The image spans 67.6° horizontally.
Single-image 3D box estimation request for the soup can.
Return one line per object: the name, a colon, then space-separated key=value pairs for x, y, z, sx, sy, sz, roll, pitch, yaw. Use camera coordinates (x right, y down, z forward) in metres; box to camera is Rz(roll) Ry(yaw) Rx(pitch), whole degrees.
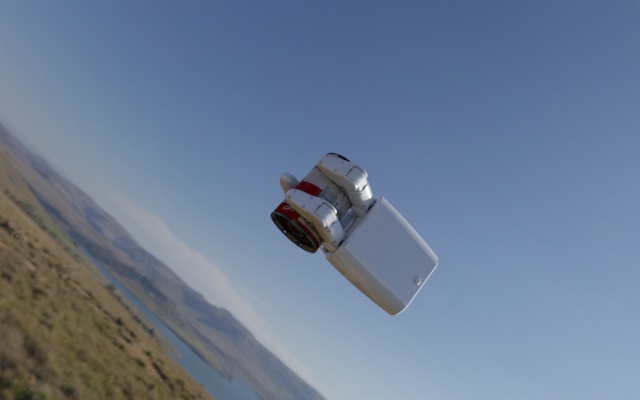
soup can: x=0.000 y=0.001 z=0.560 sx=0.068 sy=0.102 sz=0.068 roll=36 pitch=-20 yaw=15
